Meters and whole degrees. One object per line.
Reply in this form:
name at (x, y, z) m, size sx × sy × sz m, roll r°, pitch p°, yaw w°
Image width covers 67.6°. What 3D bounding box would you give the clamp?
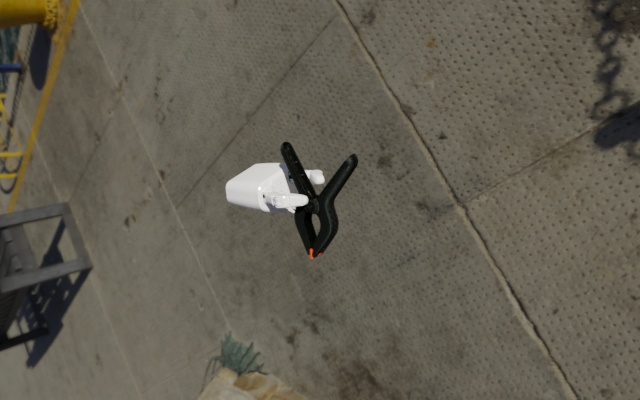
clamp at (-0.001, 0.003, 0.835) m, size 0.164 × 0.210 × 0.036 m, roll 7°, pitch 17°, yaw 41°
